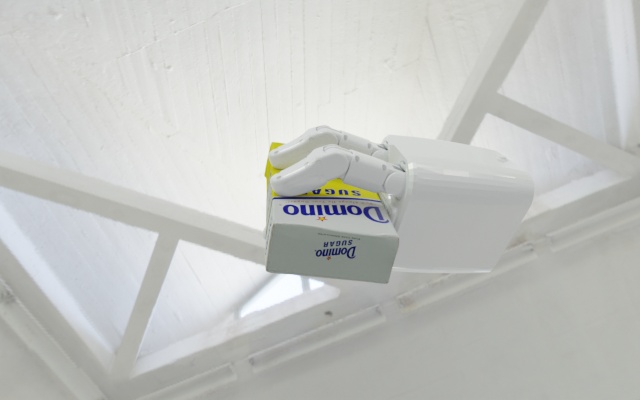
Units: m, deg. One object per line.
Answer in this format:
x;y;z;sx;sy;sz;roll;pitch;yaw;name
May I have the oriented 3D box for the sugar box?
0.000;0.001;0.409;0.093;0.048;0.176;7;22;-10;sugar box
